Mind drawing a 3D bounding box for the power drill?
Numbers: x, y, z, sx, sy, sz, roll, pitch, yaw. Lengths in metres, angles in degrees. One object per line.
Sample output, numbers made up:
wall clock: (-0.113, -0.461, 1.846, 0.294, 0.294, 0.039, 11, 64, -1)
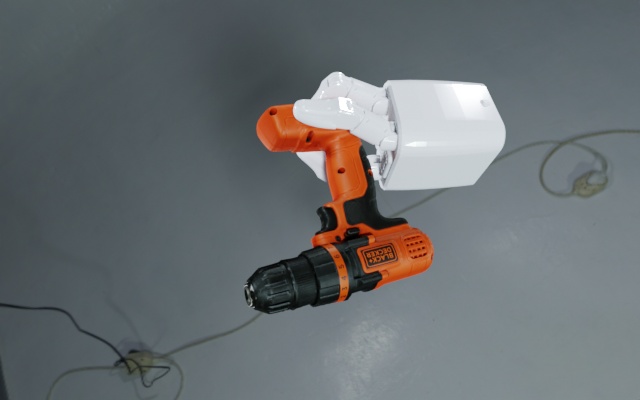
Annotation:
power drill: (0.000, 0.001, 0.449, 0.184, 0.187, 0.057, -10, -17, -27)
